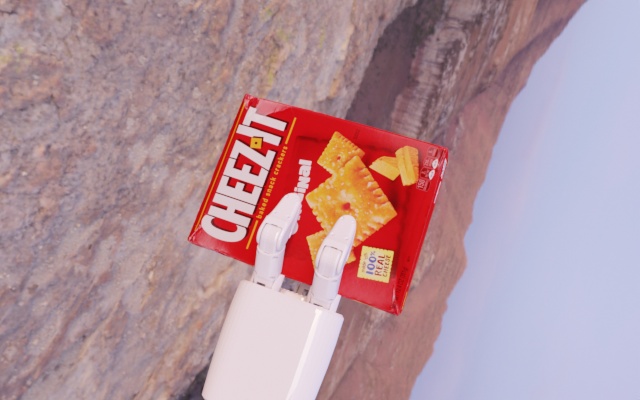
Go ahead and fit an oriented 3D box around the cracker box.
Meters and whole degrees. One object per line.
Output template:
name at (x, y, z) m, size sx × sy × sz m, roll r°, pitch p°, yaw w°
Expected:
cracker box at (0.000, 0.002, 0.474) m, size 0.213 × 0.164 × 0.072 m, roll 17°, pitch -10°, yaw 12°
